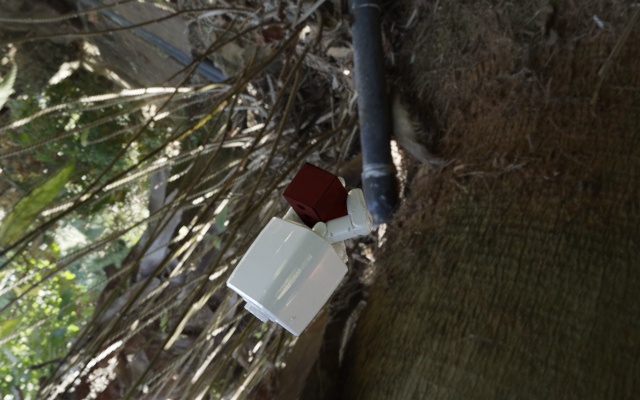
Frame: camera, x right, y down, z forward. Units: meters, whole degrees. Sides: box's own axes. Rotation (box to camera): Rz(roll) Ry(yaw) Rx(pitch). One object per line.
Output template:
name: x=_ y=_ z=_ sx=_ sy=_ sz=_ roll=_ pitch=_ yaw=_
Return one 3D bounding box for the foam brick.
foam brick: x=0.000 y=0.002 z=0.587 sx=0.053 sy=0.051 sz=0.078 roll=26 pitch=-19 yaw=37
